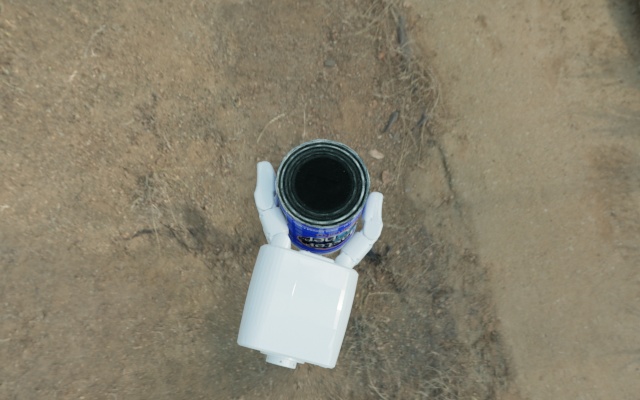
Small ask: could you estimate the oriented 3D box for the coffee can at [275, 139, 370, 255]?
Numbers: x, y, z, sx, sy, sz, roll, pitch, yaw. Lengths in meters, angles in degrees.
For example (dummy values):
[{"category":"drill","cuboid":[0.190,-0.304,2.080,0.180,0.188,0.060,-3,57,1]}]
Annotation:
[{"category":"coffee can","cuboid":[0.000,0.002,0.578,0.103,0.102,0.140,0,-18,-2]}]
